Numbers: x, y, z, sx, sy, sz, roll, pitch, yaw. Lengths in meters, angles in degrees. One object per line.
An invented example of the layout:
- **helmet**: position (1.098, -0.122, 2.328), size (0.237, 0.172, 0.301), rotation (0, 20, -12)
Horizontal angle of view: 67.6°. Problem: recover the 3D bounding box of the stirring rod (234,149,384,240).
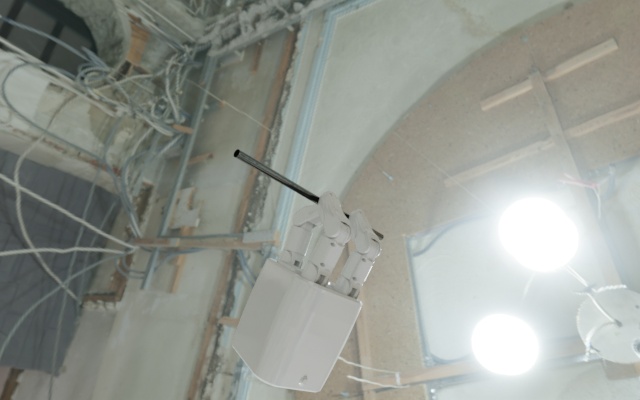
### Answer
- **stirring rod**: position (0.000, 0.002, 0.510), size (0.011, 0.011, 0.240), rotation (0, -21, 42)
